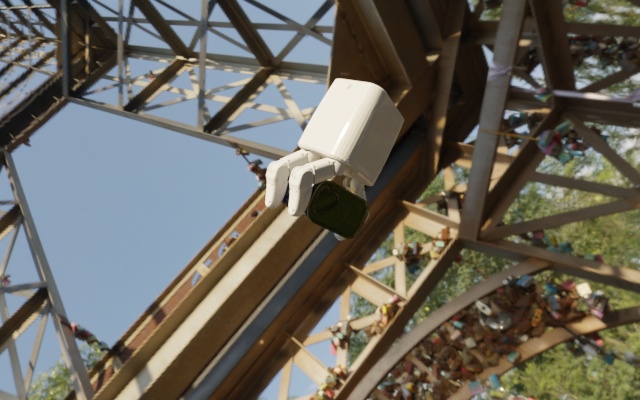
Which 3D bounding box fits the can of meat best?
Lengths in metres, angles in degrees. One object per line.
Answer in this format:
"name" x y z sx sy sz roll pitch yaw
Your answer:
"can of meat" 0.000 0.002 0.642 0.102 0.057 0.084 27 -2 -42
